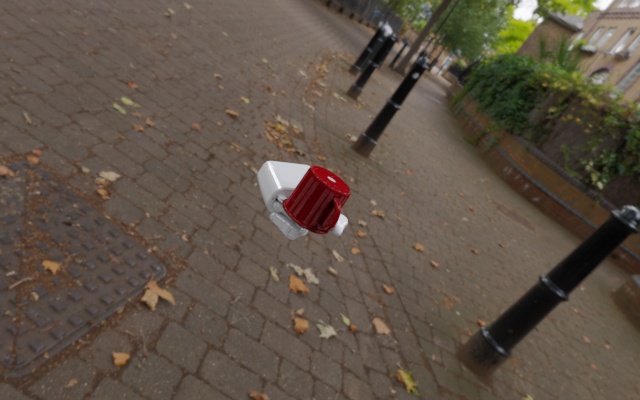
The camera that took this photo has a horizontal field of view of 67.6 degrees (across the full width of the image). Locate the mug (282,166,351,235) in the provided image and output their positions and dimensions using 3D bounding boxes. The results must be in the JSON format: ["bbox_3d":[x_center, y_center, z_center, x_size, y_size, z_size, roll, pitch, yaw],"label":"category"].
[{"bbox_3d":[0.001,0.003,0.782,0.093,0.081,0.117,22,23,-32],"label":"mug"}]
